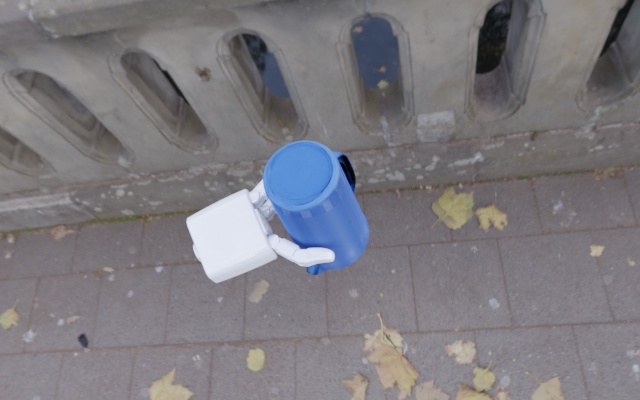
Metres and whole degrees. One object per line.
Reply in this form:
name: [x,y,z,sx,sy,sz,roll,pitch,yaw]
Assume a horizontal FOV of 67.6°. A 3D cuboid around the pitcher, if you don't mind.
pitcher: [0.000,0.003,0.746,0.145,0.149,0.243,-23,-27,1]
